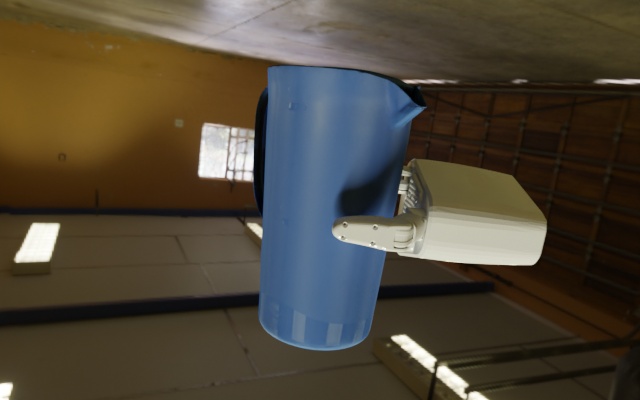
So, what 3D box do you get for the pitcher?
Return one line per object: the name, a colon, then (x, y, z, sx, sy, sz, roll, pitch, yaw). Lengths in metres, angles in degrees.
pitcher: (0.000, 0.001, 0.444, 0.145, 0.243, 0.149, 6, 10, -4)
